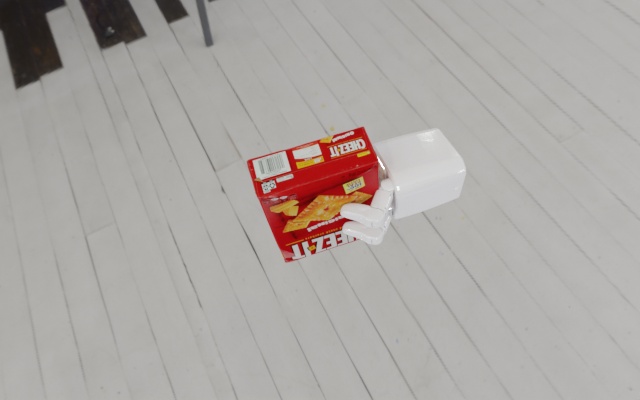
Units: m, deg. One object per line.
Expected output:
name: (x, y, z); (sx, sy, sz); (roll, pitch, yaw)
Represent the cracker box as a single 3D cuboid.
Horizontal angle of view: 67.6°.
cracker box: (0.000, 0.002, 0.700); (0.164, 0.072, 0.214); (-17, -31, -3)
